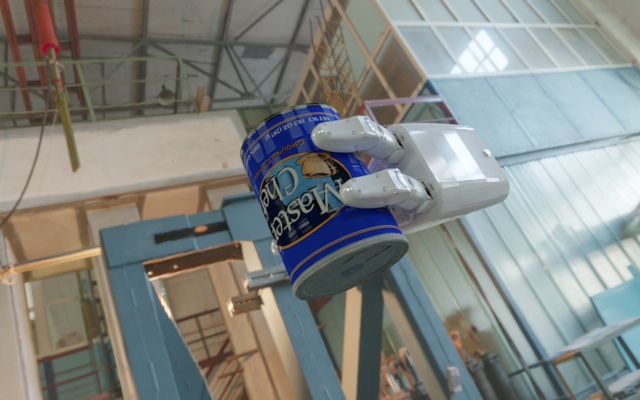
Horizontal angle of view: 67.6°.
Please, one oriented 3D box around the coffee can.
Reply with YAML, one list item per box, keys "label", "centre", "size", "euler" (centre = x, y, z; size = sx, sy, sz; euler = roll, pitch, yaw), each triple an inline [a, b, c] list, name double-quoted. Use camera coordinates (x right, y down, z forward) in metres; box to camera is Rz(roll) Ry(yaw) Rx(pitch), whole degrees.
- label: "coffee can"
  centre: [0.000, 0.002, 0.419]
  size: [0.103, 0.140, 0.103]
  euler: [-21, -24, -10]
